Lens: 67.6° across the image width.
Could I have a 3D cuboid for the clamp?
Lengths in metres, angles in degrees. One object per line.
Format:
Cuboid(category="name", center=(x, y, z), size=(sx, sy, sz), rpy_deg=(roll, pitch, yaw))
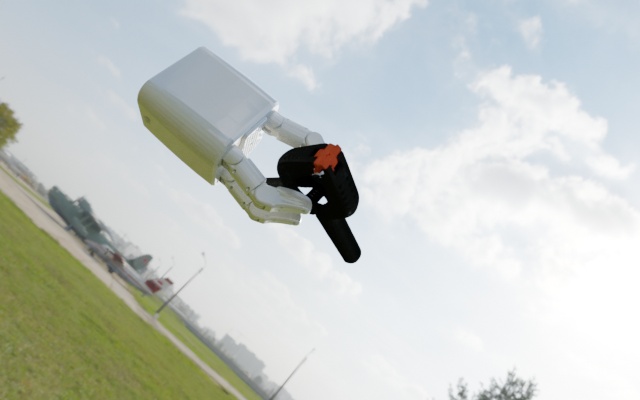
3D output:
Cuboid(category="clamp", center=(0.000, 0.001, 0.521), size=(0.164, 0.036, 0.210), rpy_deg=(37, -21, -1))
